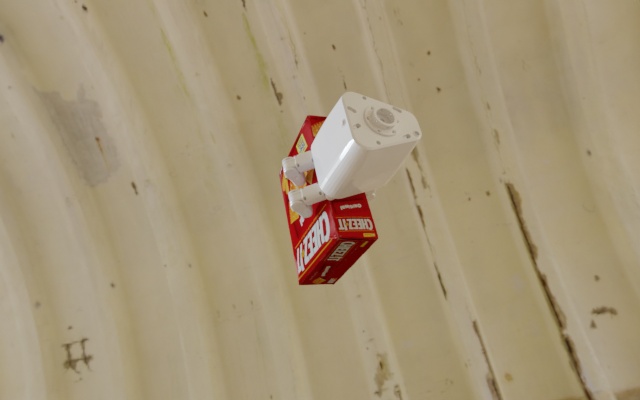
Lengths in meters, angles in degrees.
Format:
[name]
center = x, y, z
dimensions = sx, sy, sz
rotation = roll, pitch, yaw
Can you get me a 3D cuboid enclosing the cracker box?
[cracker box]
center = 0.000, 0.002, 0.742
dimensions = 0.072, 0.213, 0.164
rotation = 1, -32, -23
